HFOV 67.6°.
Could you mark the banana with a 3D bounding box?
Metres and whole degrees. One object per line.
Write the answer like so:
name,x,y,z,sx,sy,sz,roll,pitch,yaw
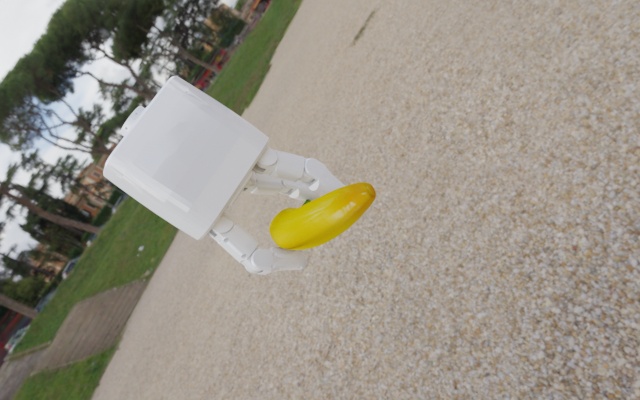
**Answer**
banana,-0.012,0.016,0.439,0.037,0.069,0.198,40,-13,-12
